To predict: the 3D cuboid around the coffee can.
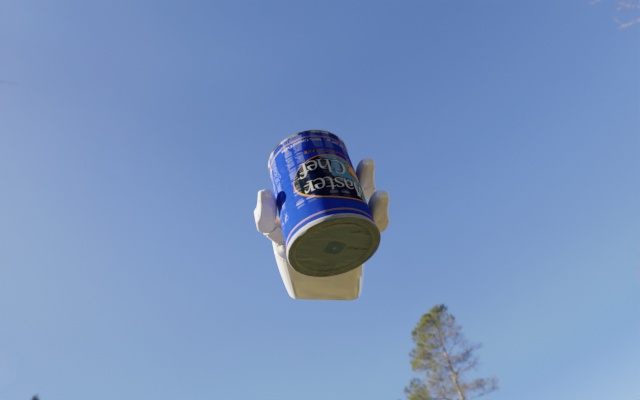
[{"bbox_3d":[0.000,0.002,0.553,0.103,0.140,0.103,-9,-41,-8],"label":"coffee can"}]
